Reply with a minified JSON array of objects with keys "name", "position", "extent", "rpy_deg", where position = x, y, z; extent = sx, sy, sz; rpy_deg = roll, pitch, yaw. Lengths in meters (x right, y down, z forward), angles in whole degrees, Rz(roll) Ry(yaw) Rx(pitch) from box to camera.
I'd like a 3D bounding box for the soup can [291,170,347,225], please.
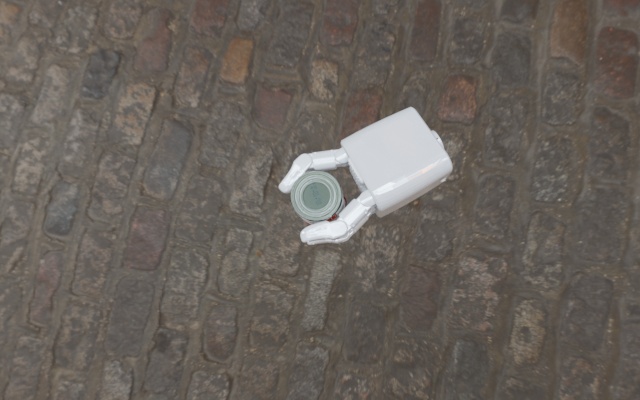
[{"name":"soup can","position":[0.000,0.002,0.645],"extent":[0.068,0.068,0.102],"rpy_deg":[0,-10,6]}]
